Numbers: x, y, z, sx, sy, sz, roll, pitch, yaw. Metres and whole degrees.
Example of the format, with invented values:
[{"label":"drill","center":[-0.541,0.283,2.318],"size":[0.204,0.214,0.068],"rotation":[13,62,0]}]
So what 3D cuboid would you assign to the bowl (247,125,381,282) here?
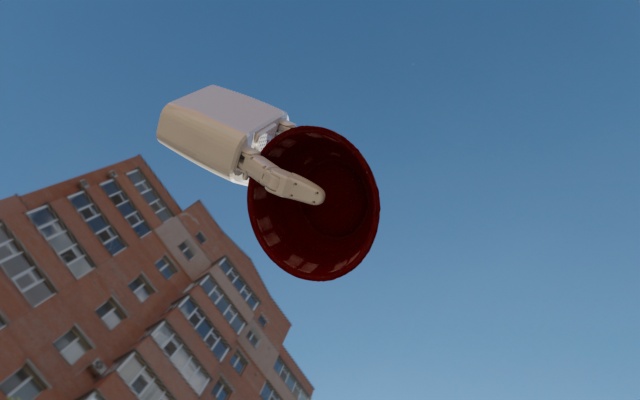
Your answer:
[{"label":"bowl","center":[0.001,0.003,0.512],"size":[0.162,0.162,0.055],"rotation":[0,6,32]}]
